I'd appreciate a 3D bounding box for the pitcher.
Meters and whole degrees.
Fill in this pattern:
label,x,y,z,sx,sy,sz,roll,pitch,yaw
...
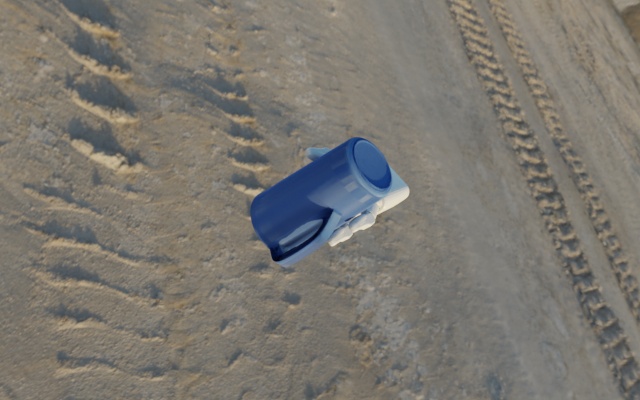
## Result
label,x,y,z,sx,sy,sz,roll,pitch,yaw
pitcher,0.000,0.003,0.814,0.243,0.149,0.145,-32,-9,37
